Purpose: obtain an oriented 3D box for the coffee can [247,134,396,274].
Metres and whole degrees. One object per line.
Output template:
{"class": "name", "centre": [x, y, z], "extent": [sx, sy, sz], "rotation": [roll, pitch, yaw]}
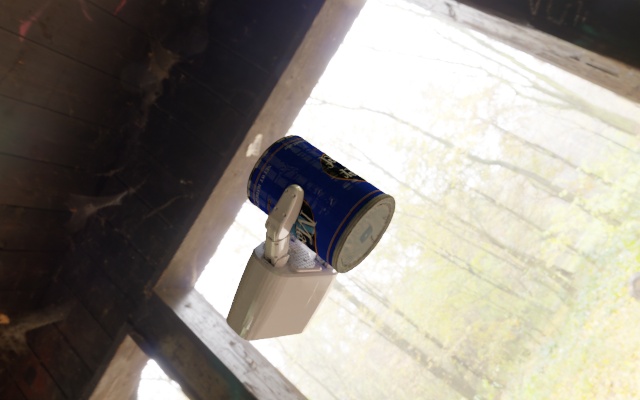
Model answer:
{"class": "coffee can", "centre": [0.000, 0.002, 0.550], "extent": [0.140, 0.103, 0.103], "rotation": [36, 17, 25]}
